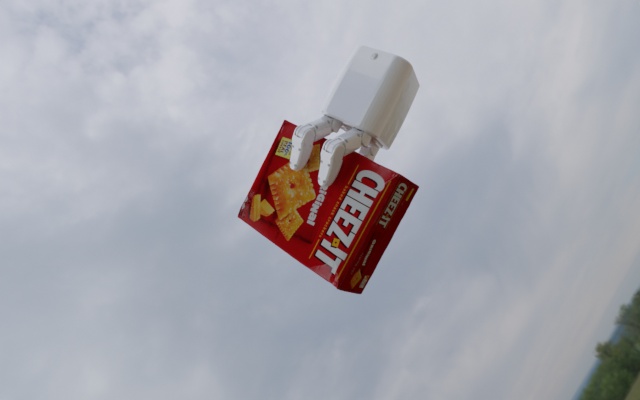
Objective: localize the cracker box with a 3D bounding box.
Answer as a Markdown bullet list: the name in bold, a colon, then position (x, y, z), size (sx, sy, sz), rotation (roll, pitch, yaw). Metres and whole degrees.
- **cracker box**: position (0.000, 0.002, 0.660), size (0.213, 0.164, 0.072), rotation (31, 5, 36)
